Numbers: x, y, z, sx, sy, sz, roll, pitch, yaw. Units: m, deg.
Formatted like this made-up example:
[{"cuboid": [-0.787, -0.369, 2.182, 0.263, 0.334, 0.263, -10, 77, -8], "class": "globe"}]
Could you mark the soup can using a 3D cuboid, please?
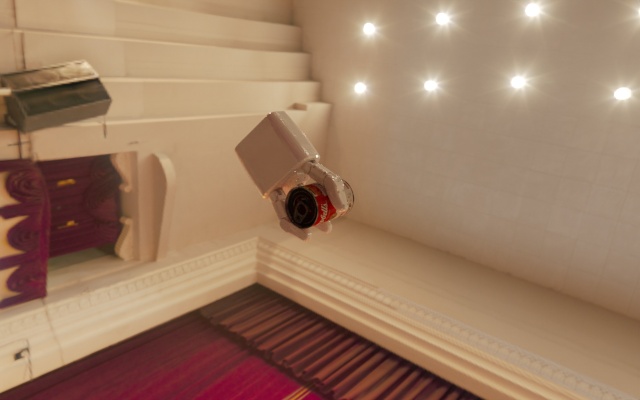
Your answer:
[{"cuboid": [0.001, 0.003, 0.787, 0.068, 0.068, 0.102, 0, 11, 39], "class": "soup can"}]
